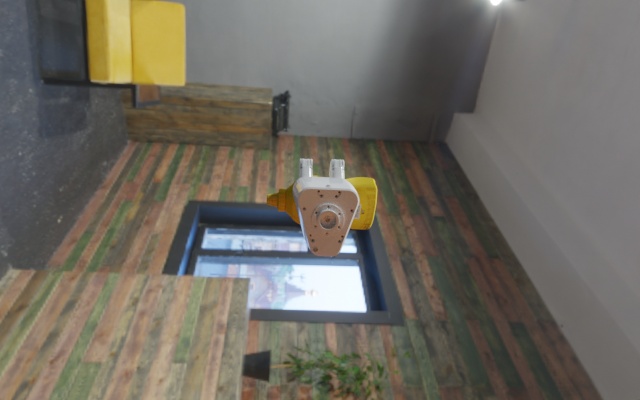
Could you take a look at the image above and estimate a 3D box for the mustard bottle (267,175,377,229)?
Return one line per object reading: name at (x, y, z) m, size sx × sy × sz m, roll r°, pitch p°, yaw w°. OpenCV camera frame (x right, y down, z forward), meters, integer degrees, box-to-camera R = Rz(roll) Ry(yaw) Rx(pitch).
mustard bottle at (0.000, 0.003, 0.854) m, size 0.191 × 0.096 × 0.058 m, roll 2°, pitch 34°, yaw -5°
